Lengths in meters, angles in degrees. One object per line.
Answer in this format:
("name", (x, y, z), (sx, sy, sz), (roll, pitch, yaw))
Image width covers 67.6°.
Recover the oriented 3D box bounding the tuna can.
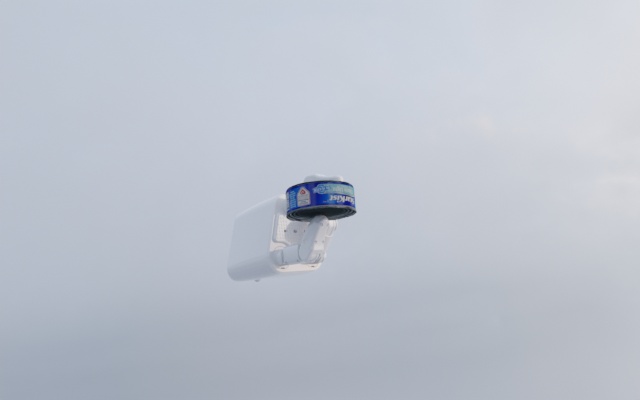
("tuna can", (0.000, 0.001, 0.581), (0.086, 0.033, 0.086), (-4, -13, -1))
